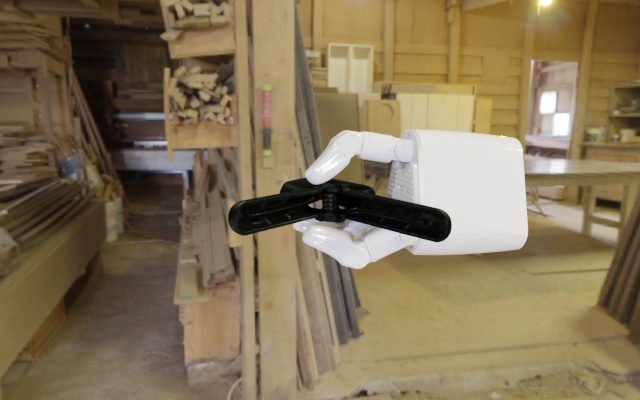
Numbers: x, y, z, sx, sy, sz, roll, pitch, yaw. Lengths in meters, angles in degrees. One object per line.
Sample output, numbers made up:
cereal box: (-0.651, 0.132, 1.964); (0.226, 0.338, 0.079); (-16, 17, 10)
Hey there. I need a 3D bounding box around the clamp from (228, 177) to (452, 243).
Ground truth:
clamp: (0.000, 0.001, 0.433); (0.164, 0.036, 0.210); (2, 9, -11)
